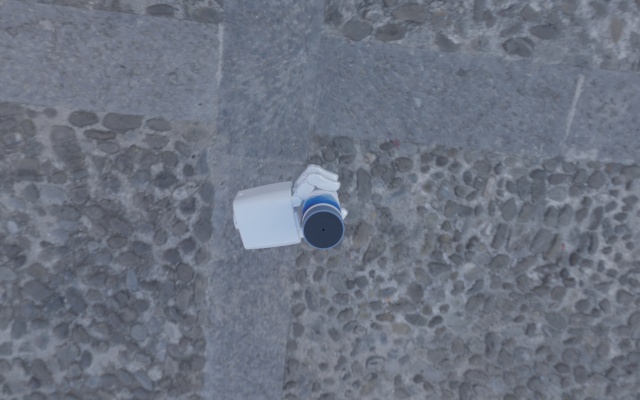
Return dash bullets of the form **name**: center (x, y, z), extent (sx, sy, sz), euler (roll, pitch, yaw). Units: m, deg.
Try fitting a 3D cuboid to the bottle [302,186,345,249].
- **bottle**: center (0.000, 0.003, 0.884), extent (0.069, 0.069, 0.295), euler (0, 17, -2)
